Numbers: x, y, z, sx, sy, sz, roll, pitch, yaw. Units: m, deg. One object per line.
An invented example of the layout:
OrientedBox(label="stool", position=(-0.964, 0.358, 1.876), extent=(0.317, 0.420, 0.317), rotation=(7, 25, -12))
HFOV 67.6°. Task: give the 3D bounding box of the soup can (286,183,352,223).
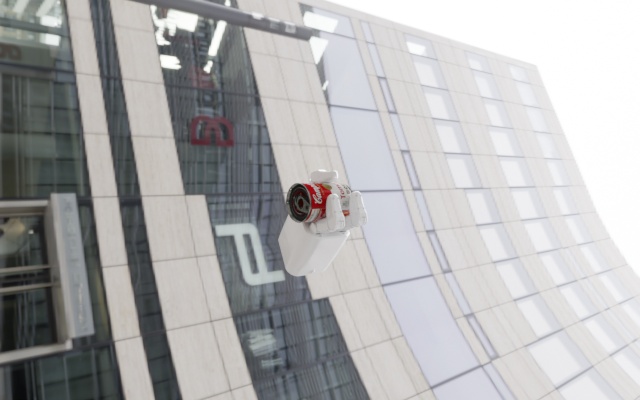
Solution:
OrientedBox(label="soup can", position=(0.001, 0.002, 0.841), extent=(0.102, 0.068, 0.068), rotation=(-2, 1, -40))
